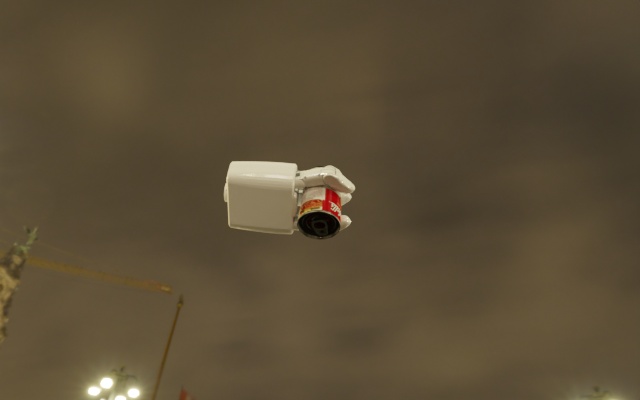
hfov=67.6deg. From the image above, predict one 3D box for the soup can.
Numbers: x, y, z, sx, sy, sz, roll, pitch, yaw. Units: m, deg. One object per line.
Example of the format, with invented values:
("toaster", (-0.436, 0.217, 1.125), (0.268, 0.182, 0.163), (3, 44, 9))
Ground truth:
("soup can", (0.001, 0.002, 0.770), (0.068, 0.102, 0.069), (2, -43, 2))
